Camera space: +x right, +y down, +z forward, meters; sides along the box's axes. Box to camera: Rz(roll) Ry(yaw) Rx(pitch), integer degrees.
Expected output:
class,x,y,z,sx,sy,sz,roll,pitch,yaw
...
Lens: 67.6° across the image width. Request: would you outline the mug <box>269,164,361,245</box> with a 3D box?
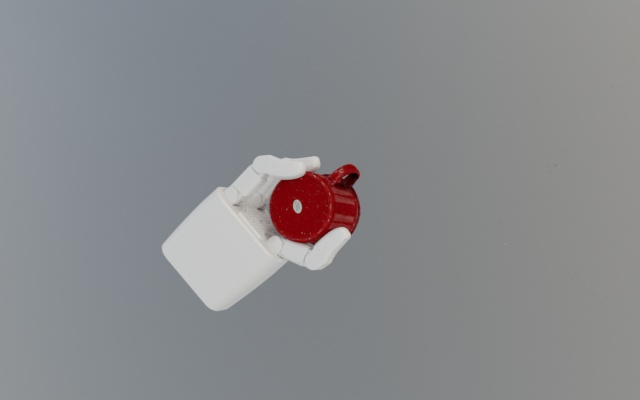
class,x,y,z,sx,sy,sz,roll,pitch,yaw
mug,0.001,0.001,0.564,0.117,0.093,0.081,-43,-18,13
